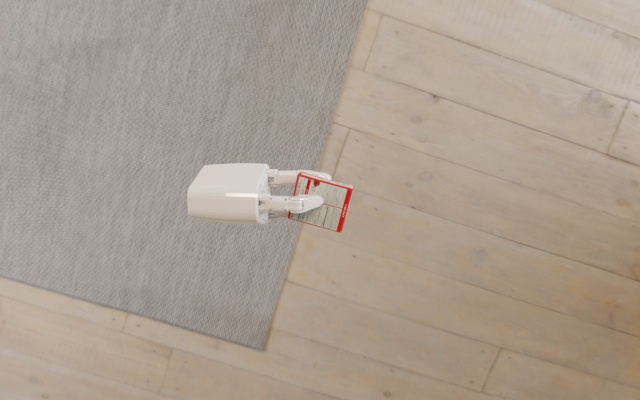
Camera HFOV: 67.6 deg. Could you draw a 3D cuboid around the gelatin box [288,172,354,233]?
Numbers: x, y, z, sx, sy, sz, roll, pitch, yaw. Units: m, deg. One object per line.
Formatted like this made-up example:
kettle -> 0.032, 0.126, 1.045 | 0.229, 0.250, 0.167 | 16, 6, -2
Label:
gelatin box -> 0.000, 0.003, 0.744 | 0.089, 0.073, 0.030 | 15, 12, 5
